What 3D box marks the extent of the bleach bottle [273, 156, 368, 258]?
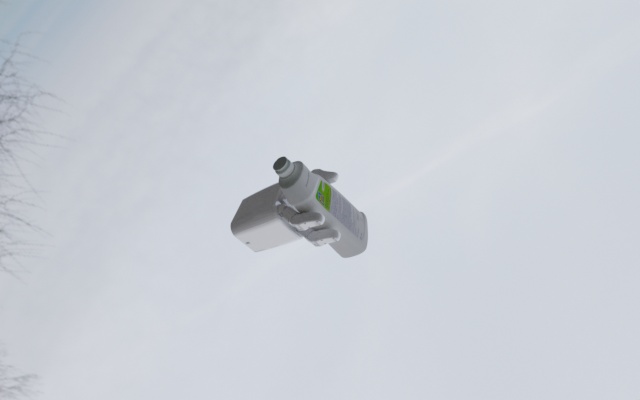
[{"bbox_3d":[0.000,0.003,0.855,0.068,0.102,0.251,-21,-45,24],"label":"bleach bottle"}]
